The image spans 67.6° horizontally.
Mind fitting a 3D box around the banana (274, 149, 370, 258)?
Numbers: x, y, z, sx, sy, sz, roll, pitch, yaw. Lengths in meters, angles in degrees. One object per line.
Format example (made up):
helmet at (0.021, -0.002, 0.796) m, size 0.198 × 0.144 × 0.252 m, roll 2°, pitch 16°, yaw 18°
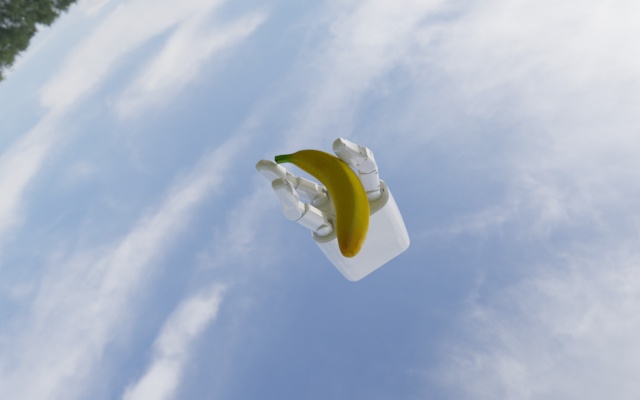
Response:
banana at (0.014, -0.010, 0.545) m, size 0.069 × 0.037 × 0.197 m, roll -33°, pitch 42°, yaw -5°
